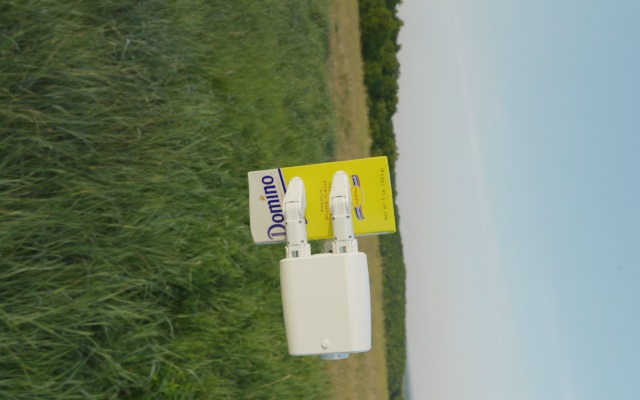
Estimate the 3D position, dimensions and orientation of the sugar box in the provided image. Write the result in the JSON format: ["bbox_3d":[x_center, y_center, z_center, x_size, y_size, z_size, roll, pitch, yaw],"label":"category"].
[{"bbox_3d":[0.000,0.002,0.593,0.176,0.093,0.048,-6,-8,9],"label":"sugar box"}]
